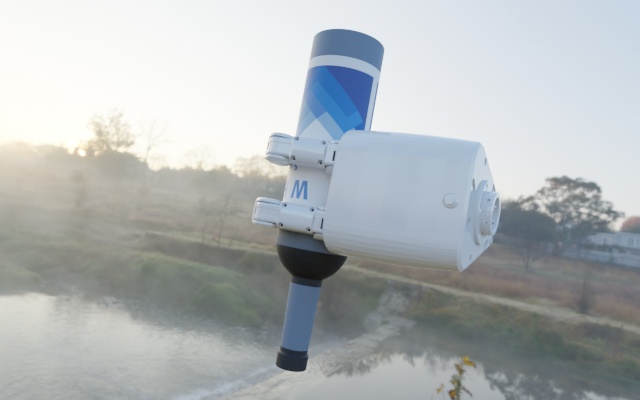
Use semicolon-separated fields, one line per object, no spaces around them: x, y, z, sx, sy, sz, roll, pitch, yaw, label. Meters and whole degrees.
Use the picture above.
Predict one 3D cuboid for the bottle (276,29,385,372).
0.000;0.001;0.428;0.069;0.295;0.069;10;-4;1;bottle
